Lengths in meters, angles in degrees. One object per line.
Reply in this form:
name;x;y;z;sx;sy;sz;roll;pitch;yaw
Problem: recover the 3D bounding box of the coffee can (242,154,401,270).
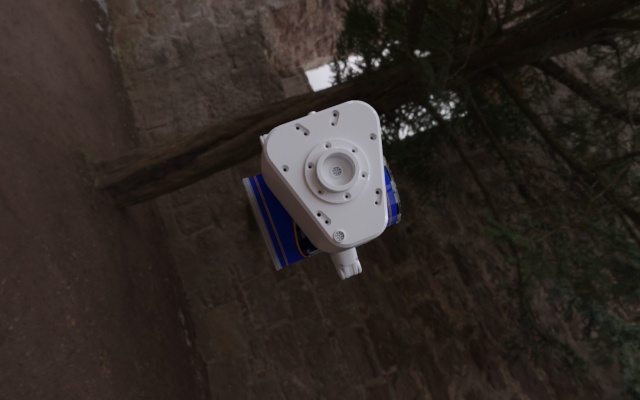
coffee can;0.000;0.002;0.510;0.140;0.103;0.103;-21;2;-7
